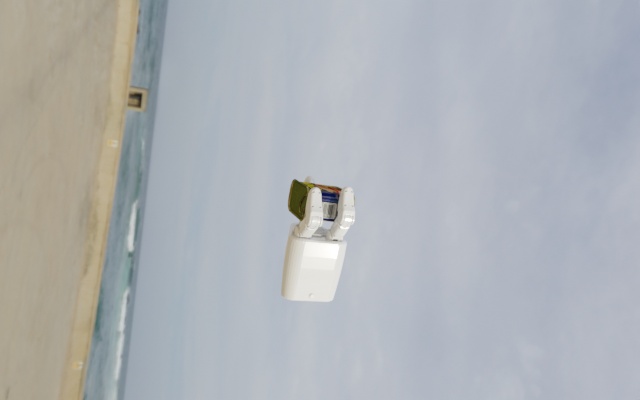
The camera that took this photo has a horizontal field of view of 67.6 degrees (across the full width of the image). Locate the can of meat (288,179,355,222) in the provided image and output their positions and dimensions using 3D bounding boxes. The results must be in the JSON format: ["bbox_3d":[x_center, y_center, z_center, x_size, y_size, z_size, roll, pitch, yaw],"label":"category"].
[{"bbox_3d":[0.000,0.003,0.801,0.084,0.057,0.102,7,9,-20],"label":"can of meat"}]
